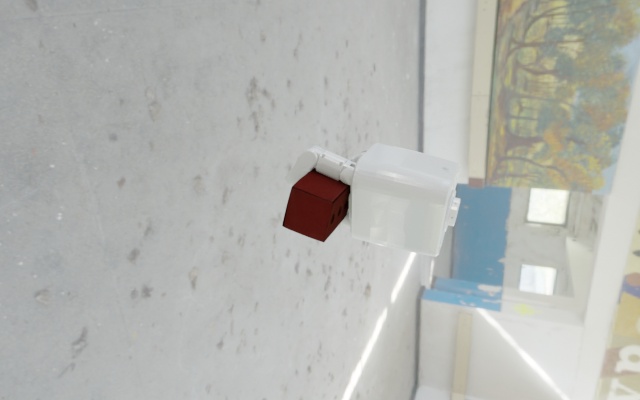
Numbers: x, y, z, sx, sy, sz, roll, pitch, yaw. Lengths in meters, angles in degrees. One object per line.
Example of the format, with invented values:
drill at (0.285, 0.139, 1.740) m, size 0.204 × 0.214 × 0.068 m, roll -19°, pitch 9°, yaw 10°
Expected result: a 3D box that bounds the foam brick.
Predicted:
foam brick at (0.000, 0.002, 0.541) m, size 0.051 × 0.053 × 0.078 m, roll 22°, pitch 30°, yaw 14°
